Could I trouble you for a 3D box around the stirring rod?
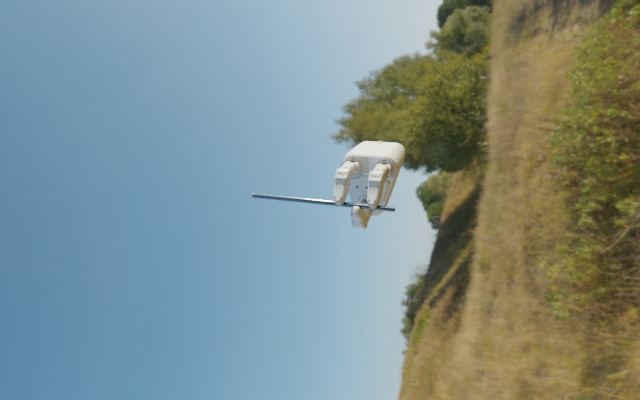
[{"bbox_3d":[0.000,0.003,0.770,0.239,0.011,0.011,6,2,18],"label":"stirring rod"}]
